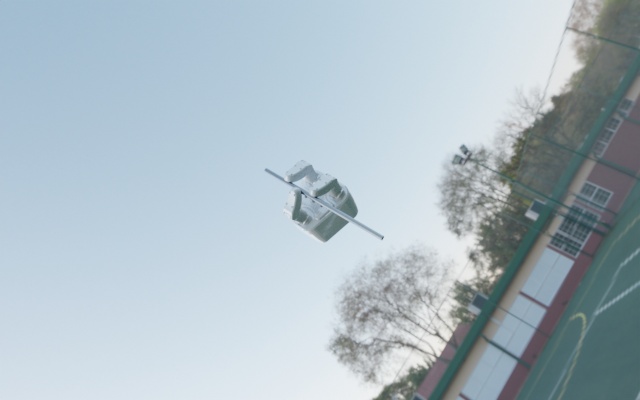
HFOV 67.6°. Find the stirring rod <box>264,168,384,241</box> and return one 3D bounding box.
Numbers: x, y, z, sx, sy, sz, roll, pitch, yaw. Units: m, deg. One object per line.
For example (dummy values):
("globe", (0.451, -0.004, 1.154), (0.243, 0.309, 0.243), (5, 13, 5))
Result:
("stirring rod", (0.000, 0.003, 0.776), (0.239, 0.011, 0.011), (30, 13, 24))
